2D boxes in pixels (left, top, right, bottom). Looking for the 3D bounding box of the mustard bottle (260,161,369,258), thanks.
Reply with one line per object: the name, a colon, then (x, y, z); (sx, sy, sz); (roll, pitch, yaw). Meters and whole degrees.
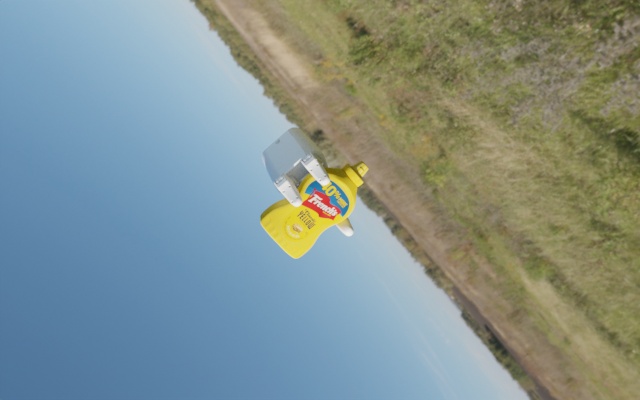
mustard bottle: (0.000, 0.003, 0.785); (0.191, 0.096, 0.058); (-40, 17, 5)
